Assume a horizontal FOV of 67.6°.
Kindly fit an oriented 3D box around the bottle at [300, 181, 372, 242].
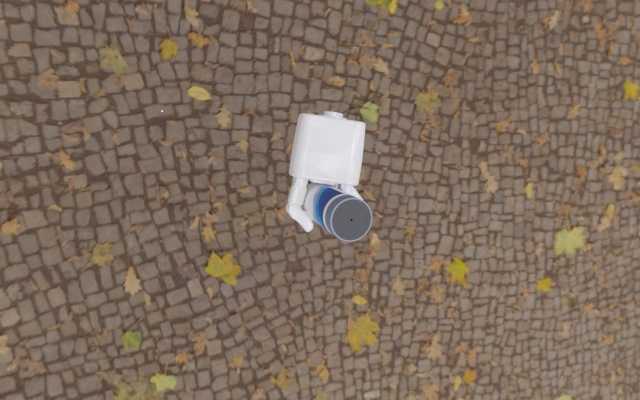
[{"bbox_3d":[0.000,0.003,0.834,0.069,0.069,0.295,0,10,-18],"label":"bottle"}]
